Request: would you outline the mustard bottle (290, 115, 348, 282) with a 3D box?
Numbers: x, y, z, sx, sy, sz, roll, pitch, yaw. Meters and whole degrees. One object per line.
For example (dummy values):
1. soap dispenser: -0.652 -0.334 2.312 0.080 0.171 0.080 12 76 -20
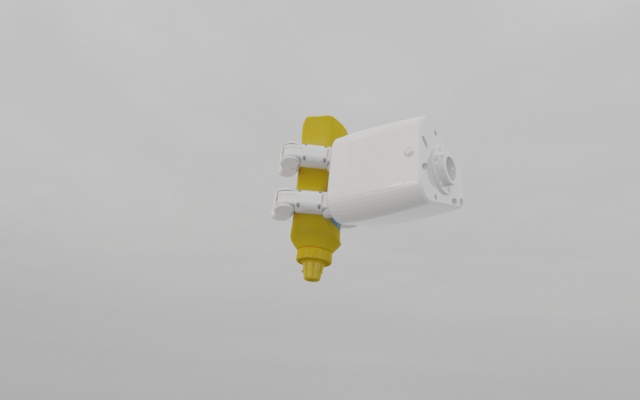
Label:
1. mustard bottle: 0.000 0.002 0.571 0.058 0.191 0.096 0 -24 13
